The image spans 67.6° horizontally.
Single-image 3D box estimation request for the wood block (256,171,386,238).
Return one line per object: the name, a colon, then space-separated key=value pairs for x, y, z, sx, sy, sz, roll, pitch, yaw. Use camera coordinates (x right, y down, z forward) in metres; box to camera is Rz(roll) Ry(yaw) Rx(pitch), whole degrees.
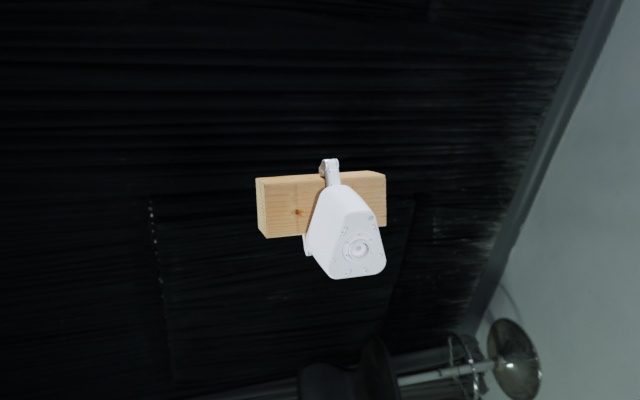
wood block: x=0.000 y=0.002 z=0.818 sx=0.206 sy=0.091 sz=0.090 roll=-4 pitch=10 yaw=-16
